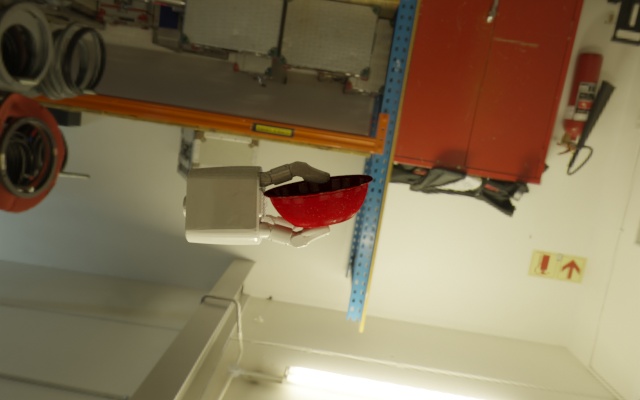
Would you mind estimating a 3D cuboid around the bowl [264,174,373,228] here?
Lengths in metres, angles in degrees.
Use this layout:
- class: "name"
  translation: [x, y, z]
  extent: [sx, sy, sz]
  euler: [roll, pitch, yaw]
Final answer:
- class: "bowl"
  translation: [0.001, 0.003, 0.702]
  extent: [0.162, 0.055, 0.162]
  euler: [-9, 9, 1]
